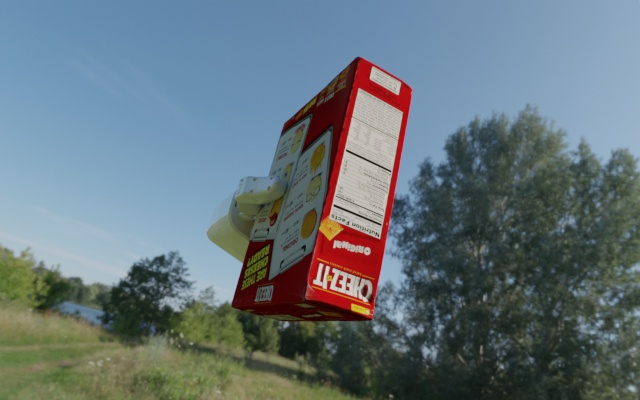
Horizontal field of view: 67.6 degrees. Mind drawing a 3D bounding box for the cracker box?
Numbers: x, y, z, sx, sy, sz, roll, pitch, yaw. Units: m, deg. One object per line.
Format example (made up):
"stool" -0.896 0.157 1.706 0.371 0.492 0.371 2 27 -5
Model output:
"cracker box" 0.000 0.001 0.448 0.072 0.213 0.164 21 -22 -22
